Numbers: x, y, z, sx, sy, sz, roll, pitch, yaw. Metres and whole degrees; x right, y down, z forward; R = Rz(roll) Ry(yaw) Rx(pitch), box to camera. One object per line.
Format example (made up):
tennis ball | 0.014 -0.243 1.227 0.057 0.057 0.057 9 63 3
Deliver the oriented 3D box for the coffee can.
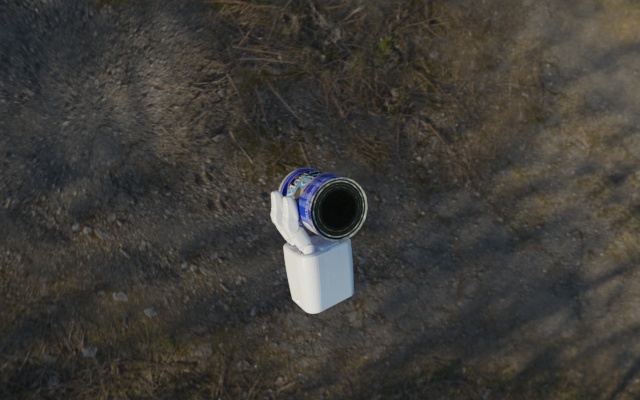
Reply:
coffee can | 0.000 0.002 0.807 0.103 0.103 0.140 0 10 -26
